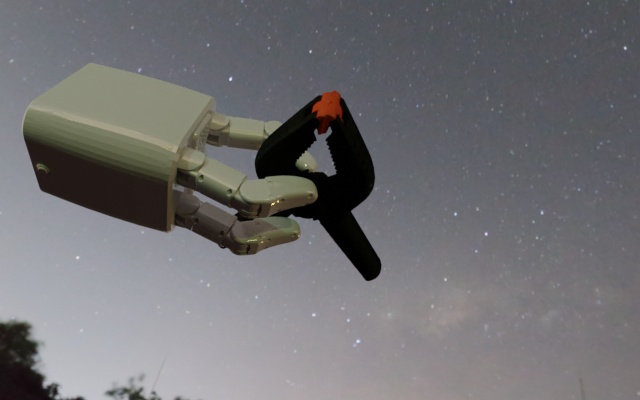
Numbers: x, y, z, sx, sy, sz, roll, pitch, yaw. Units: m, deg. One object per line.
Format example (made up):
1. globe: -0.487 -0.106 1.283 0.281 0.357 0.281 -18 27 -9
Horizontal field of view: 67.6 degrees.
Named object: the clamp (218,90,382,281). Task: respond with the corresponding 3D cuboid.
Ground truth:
1. clamp: 0.000 0.000 0.403 0.164 0.036 0.210 16 -39 -7
